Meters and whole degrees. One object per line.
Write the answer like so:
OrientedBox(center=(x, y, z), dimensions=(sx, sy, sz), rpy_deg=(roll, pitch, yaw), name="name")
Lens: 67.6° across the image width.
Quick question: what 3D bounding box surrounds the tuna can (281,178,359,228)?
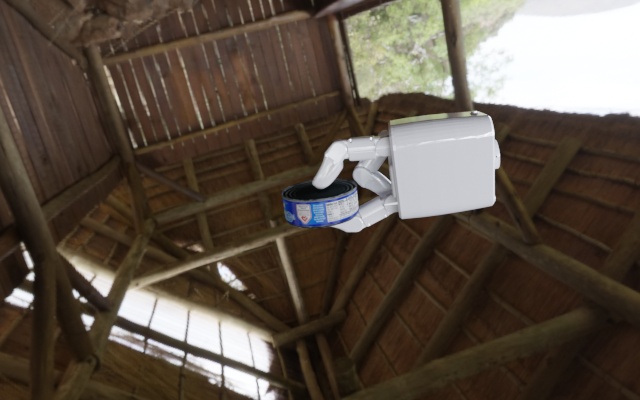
OrientedBox(center=(0.000, 0.002, 0.541), dimensions=(0.086, 0.034, 0.086), rpy_deg=(-6, 17, 2), name="tuna can")
